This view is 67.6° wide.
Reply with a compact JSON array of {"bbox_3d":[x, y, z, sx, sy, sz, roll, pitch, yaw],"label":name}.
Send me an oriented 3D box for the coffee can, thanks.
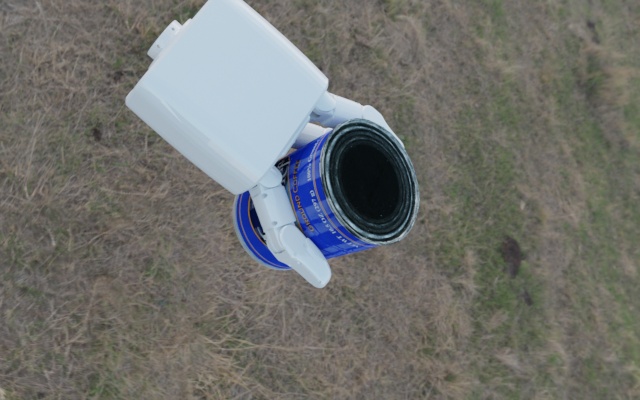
[{"bbox_3d":[0.000,0.002,0.422,0.103,0.102,0.140,0,-14,-38],"label":"coffee can"}]
